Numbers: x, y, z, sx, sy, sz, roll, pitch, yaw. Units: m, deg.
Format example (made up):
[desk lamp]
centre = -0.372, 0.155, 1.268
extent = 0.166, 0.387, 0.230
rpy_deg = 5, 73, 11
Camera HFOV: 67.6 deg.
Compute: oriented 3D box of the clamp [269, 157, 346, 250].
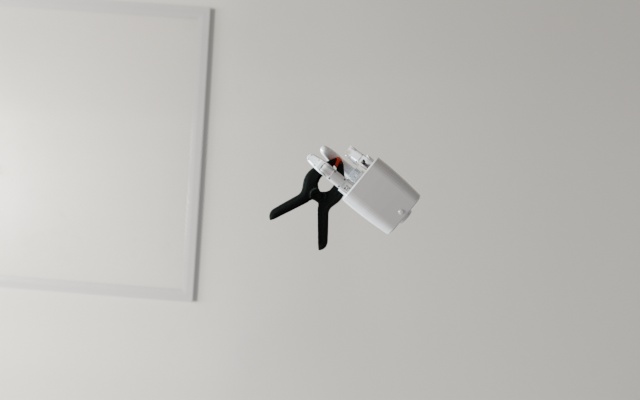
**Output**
[clamp]
centre = 0.000, 0.003, 0.882
extent = 0.120, 0.171, 0.039
rpy_deg = 40, 3, 0
